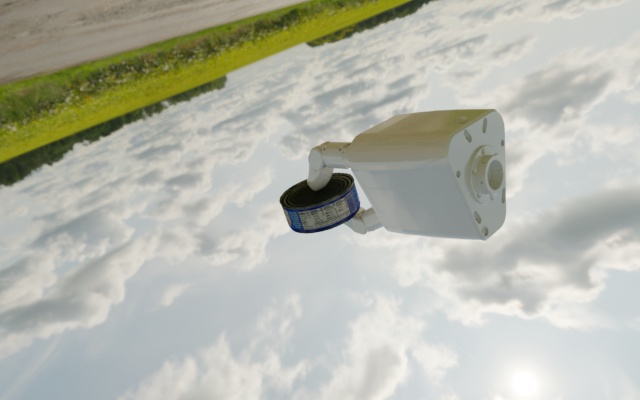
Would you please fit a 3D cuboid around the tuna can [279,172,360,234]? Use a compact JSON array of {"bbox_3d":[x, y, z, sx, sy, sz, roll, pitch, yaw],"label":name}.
[{"bbox_3d":[0.000,0.002,0.528,0.086,0.034,0.086,-15,22,6],"label":"tuna can"}]
